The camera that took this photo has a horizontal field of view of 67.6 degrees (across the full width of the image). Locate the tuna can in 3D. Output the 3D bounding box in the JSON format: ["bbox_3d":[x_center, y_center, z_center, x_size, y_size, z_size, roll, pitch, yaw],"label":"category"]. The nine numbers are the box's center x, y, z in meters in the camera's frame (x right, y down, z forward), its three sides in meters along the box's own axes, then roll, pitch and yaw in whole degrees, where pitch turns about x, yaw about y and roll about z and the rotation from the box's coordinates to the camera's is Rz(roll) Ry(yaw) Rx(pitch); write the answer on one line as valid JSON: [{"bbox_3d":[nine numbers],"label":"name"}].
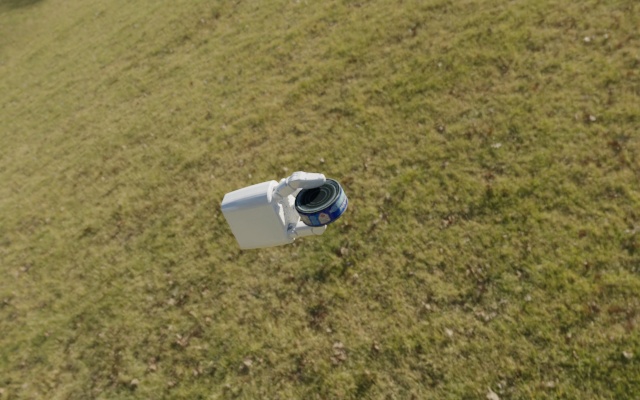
[{"bbox_3d":[0.000,0.002,0.796,0.086,0.034,0.086,-17,38,14],"label":"tuna can"}]
